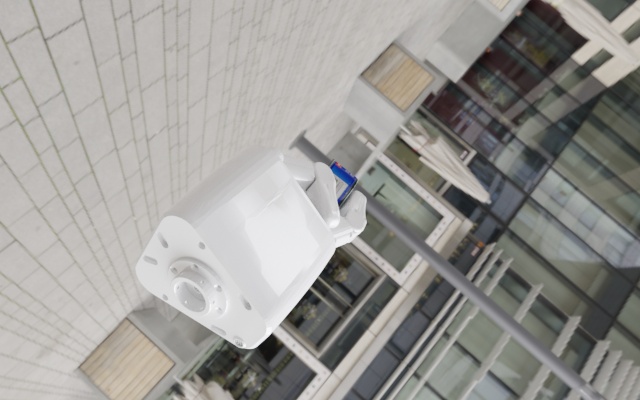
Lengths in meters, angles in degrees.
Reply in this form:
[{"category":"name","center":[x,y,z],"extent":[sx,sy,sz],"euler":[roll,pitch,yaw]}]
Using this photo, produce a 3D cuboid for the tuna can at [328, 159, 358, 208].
[{"category":"tuna can","center":[0.001,0.002,0.483],"extent":[0.034,0.086,0.086],"euler":[38,-1,-1]}]
